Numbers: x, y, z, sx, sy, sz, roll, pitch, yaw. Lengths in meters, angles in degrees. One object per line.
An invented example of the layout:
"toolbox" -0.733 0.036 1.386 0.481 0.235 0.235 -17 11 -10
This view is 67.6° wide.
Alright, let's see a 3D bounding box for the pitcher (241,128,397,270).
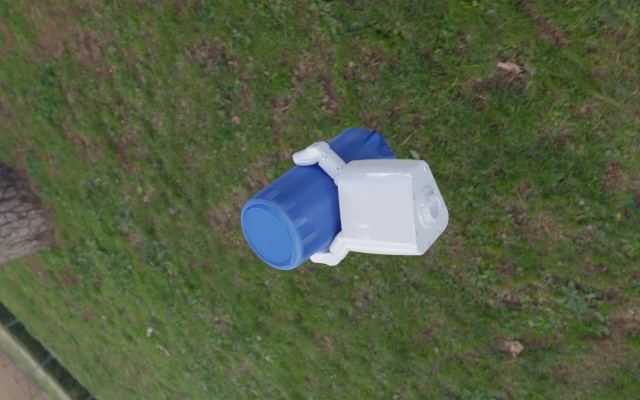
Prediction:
"pitcher" 0.000 0.002 0.704 0.145 0.149 0.242 2 27 41
